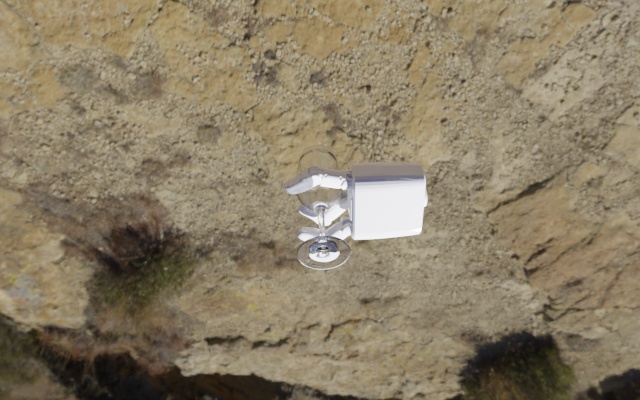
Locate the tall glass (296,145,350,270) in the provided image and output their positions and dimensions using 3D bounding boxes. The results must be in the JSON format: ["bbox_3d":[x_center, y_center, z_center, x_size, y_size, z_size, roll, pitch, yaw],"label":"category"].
[{"bbox_3d":[0.000,0.003,0.727,0.079,0.200,0.079,-2,-44,-2],"label":"tall glass"}]
